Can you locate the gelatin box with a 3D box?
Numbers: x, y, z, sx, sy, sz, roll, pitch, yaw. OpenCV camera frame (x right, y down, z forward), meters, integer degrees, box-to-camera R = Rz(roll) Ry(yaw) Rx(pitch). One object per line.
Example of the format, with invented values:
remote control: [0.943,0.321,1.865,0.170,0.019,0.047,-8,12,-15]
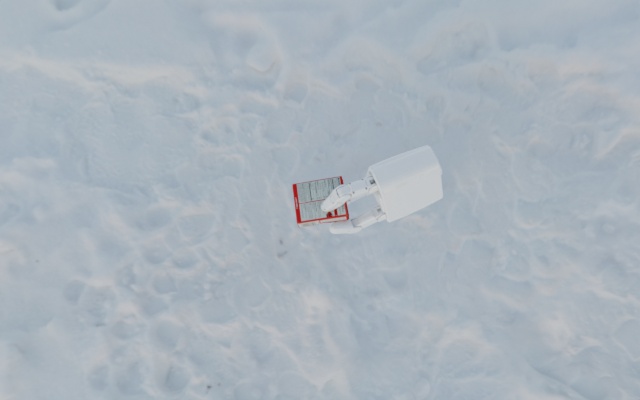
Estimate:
gelatin box: [0.000,0.003,0.818,0.089,0.073,0.030,-9,-19,2]
